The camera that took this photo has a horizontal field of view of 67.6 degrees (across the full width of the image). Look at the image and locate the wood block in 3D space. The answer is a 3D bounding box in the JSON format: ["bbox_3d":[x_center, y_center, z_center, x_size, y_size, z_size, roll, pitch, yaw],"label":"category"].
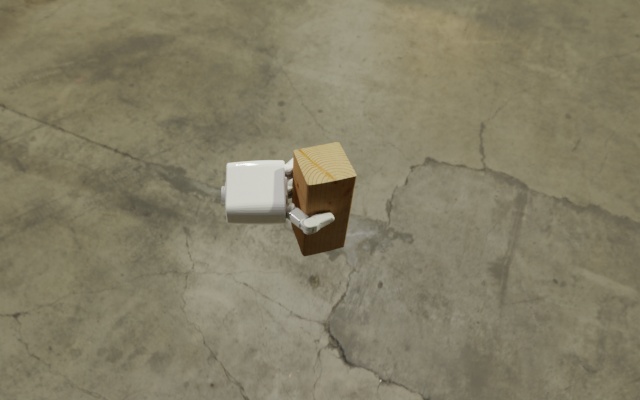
[{"bbox_3d":[0.000,0.003,0.897,0.090,0.090,0.206,-12,-39,-15],"label":"wood block"}]
